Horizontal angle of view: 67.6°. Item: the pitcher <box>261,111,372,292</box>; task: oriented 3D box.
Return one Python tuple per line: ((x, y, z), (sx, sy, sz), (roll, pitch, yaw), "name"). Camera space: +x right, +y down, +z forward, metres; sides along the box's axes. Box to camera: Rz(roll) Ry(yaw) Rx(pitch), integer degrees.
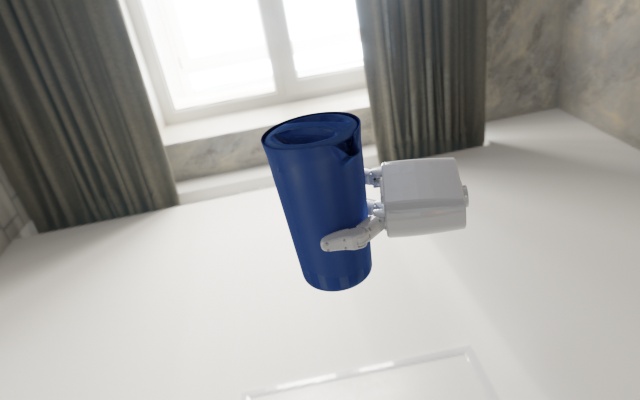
((0.000, 0.002, 0.686), (0.145, 0.243, 0.149), (-7, 28, 8), "pitcher")
